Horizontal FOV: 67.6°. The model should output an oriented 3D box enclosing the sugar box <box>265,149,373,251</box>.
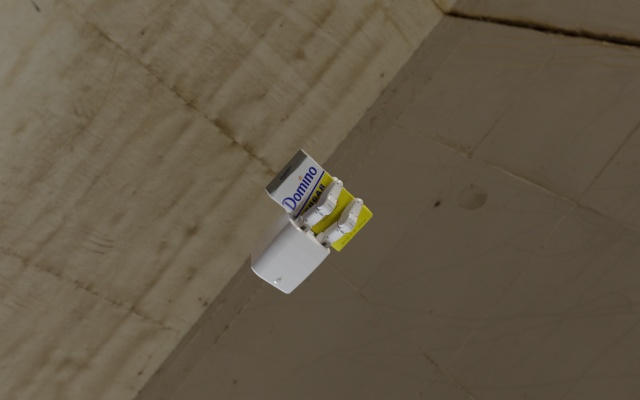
[{"bbox_3d":[0.000,0.003,0.823,0.176,0.093,0.048,39,5,-33],"label":"sugar box"}]
